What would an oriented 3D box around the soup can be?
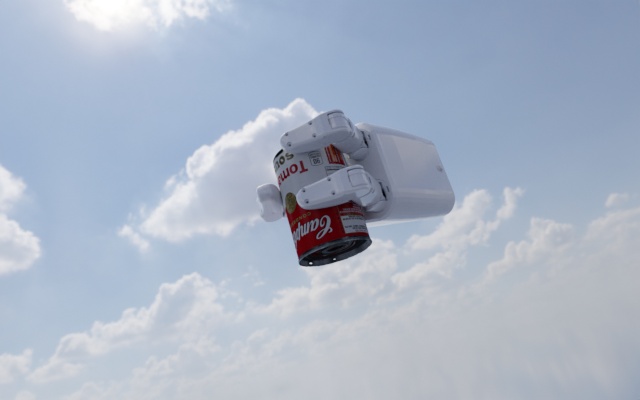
[{"bbox_3d":[0.000,0.001,0.438,0.068,0.102,0.068,-15,-20,-5],"label":"soup can"}]
